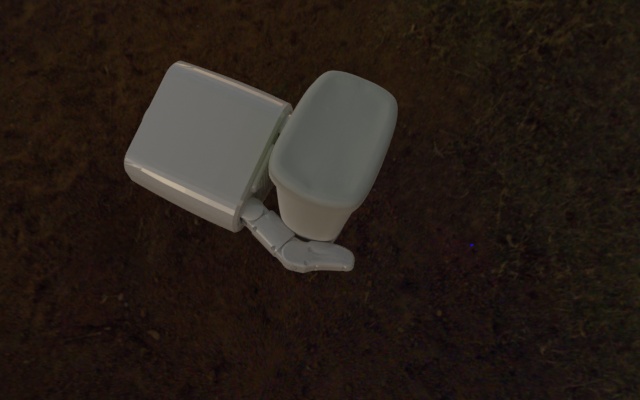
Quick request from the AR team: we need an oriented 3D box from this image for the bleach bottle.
[{"bbox_3d":[0.000,0.001,0.420,0.068,0.102,0.251,24,-22,4],"label":"bleach bottle"}]
